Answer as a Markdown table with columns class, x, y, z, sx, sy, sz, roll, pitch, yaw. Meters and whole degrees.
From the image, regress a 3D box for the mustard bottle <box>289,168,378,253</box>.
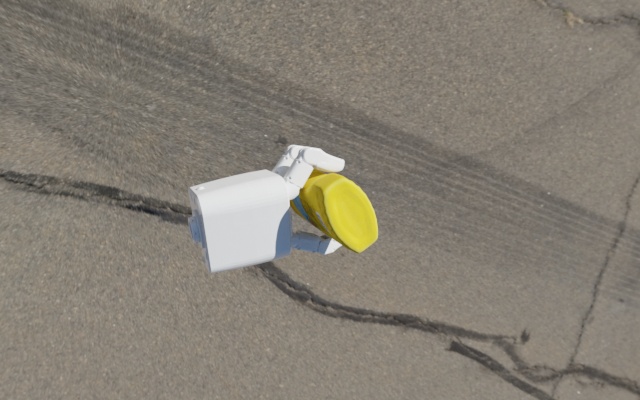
| class | x | y | z | sx | sy | sz | roll | pitch | yaw |
| --- | --- | --- | --- | --- | --- | --- | --- | --- | --- |
| mustard bottle | 0.000 | 0.002 | 0.632 | 0.058 | 0.096 | 0.191 | -37 | 22 | -13 |
